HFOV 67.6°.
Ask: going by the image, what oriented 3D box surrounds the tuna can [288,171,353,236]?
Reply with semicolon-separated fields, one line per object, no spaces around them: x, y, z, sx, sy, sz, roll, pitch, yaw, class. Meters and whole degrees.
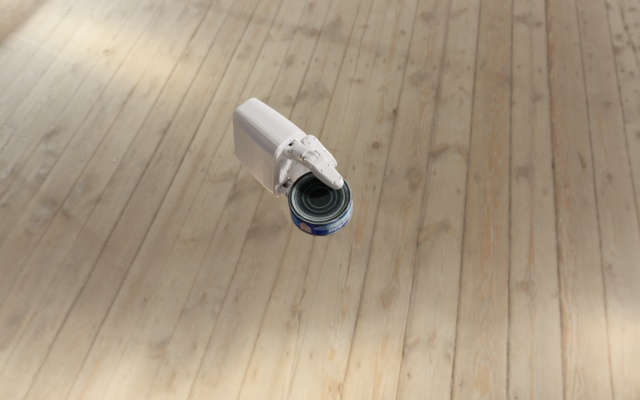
0.000;0.002;0.633;0.086;0.086;0.034;0;-30;4;tuna can
